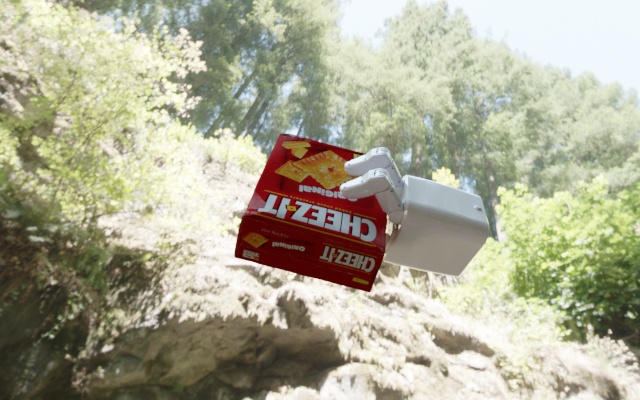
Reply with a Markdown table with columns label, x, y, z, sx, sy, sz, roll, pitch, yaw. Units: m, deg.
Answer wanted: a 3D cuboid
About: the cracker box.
| label | x | y | z | sx | sy | sz | roll | pitch | yaw |
| --- | --- | --- | --- | --- | --- | --- | --- | --- | --- |
| cracker box | 0.000 | 0.002 | 0.613 | 0.164 | 0.072 | 0.213 | 14 | 34 | -1 |
